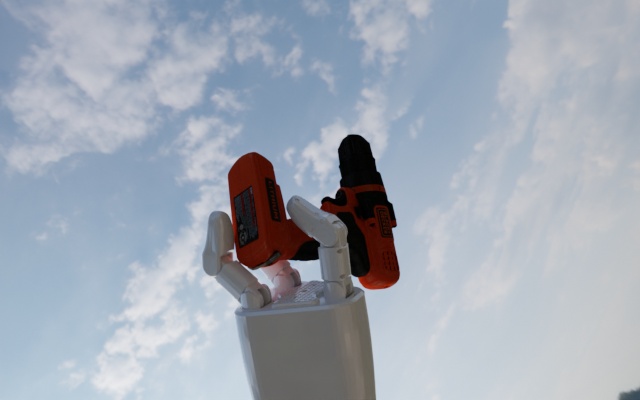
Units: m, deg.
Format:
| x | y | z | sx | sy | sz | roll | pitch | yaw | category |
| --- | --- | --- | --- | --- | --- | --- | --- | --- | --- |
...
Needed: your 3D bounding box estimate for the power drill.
| x | y | z | sx | sy | sz | roll | pitch | yaw | category |
| --- | --- | --- | --- | --- | --- | --- | --- | --- | --- |
| 0.000 | 0.002 | 0.497 | 0.187 | 0.184 | 0.057 | 6 | -27 | -38 | power drill |
